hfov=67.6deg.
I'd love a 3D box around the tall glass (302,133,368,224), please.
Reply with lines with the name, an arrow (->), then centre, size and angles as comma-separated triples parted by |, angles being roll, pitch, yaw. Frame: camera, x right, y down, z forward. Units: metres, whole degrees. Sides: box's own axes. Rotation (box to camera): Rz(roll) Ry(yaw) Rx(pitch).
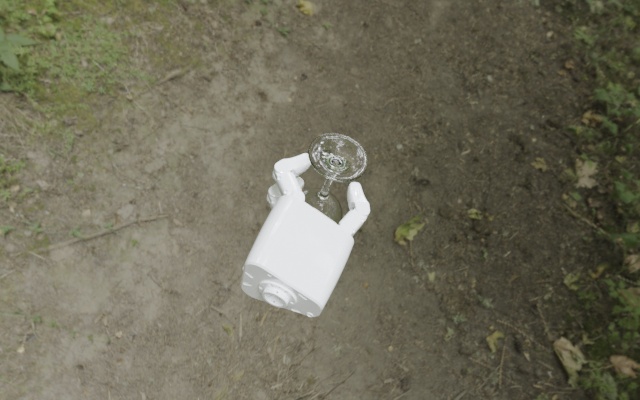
tall glass -> 0.000, 0.002, 0.656 | 0.079, 0.079, 0.201 | 0, -33, -15
